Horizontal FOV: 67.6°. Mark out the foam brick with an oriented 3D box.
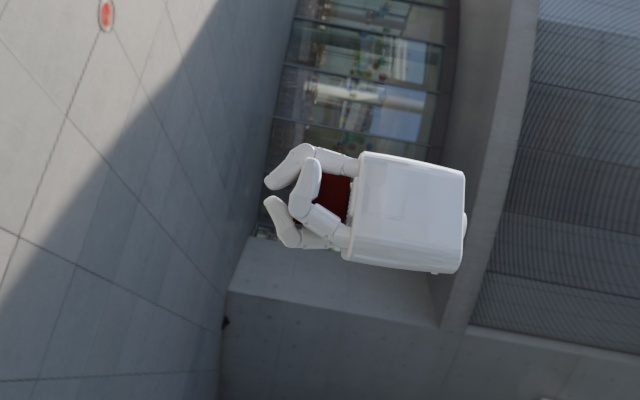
[{"bbox_3d":[0.000,0.002,0.507,0.051,0.053,0.078,9,-5,-1],"label":"foam brick"}]
